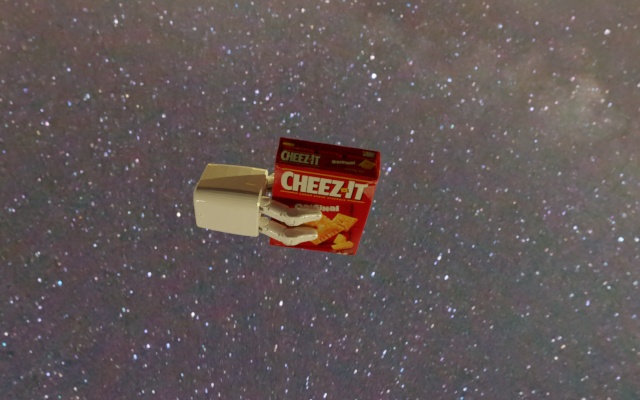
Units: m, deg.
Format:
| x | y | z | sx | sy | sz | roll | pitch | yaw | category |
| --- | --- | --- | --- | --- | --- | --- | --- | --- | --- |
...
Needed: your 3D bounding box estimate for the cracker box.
| x | y | z | sx | sy | sz | roll | pitch | yaw | category |
| --- | --- | --- | --- | --- | --- | --- | --- | --- | --- |
| 0.000 | 0.003 | 0.818 | 0.164 | 0.072 | 0.214 | 8 | -40 | -2 | cracker box |
